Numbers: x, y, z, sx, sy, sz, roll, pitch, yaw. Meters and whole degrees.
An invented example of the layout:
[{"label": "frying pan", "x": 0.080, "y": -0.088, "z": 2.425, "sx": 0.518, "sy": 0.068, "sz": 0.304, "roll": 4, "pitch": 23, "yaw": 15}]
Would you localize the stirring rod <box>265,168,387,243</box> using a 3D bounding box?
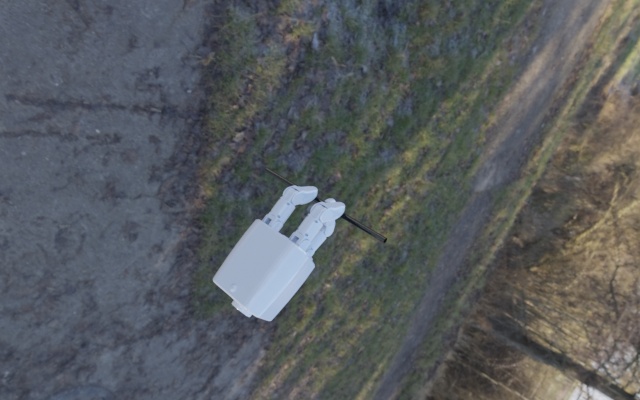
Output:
[{"label": "stirring rod", "x": 0.000, "y": 0.002, "z": 0.709, "sx": 0.239, "sy": 0.011, "sz": 0.011, "roll": 31, "pitch": 17, "yaw": 32}]
